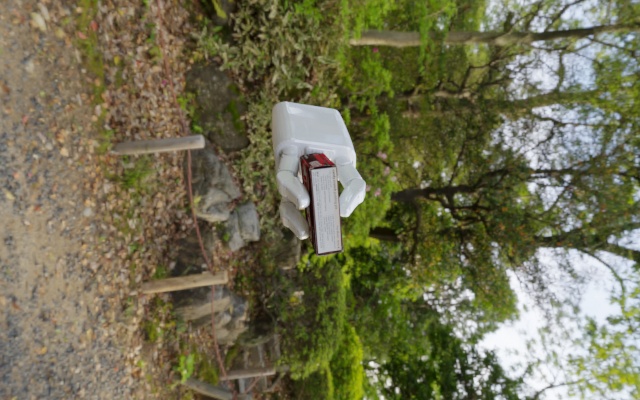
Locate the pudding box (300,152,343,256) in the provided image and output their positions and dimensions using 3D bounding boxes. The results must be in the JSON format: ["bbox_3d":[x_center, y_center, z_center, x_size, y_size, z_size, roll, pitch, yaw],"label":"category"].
[{"bbox_3d":[0.000,0.002,0.607,0.039,0.113,0.090,-8,16,-6],"label":"pudding box"}]
